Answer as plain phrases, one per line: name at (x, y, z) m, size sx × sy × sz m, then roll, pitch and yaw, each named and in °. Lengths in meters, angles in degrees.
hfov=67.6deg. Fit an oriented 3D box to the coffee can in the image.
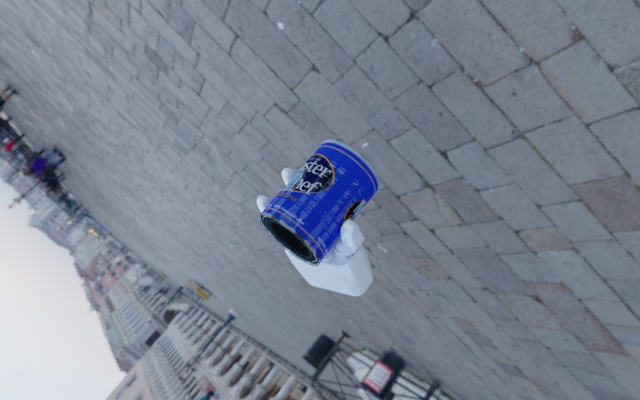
coffee can at (0.000, 0.002, 0.643) m, size 0.103 × 0.140 × 0.103 m, roll 35°, pitch -20°, yaw 15°
